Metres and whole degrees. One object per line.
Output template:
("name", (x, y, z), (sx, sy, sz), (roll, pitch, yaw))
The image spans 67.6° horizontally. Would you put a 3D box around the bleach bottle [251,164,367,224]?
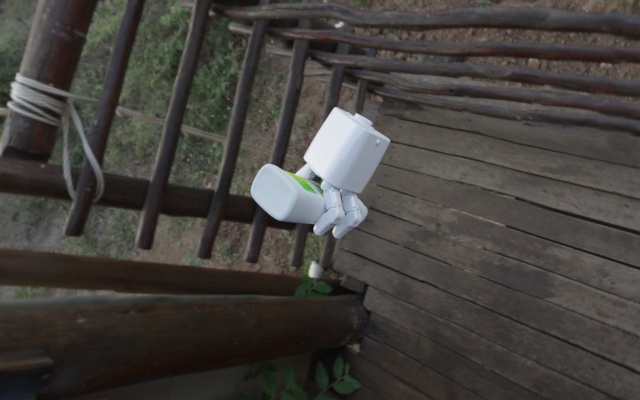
("bleach bottle", (0.000, 0.003, 0.847), (0.102, 0.068, 0.251), (41, 18, 34))
